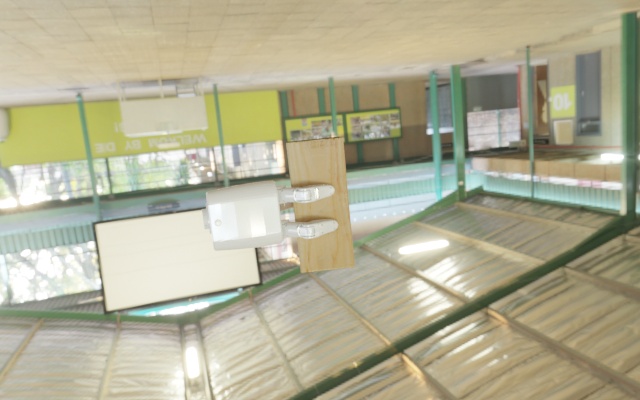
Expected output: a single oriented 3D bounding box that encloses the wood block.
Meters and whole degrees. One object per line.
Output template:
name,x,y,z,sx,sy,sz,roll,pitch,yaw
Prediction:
wood block,0.000,0.003,0.784,0.090,0.206,0.091,-6,9,-2
